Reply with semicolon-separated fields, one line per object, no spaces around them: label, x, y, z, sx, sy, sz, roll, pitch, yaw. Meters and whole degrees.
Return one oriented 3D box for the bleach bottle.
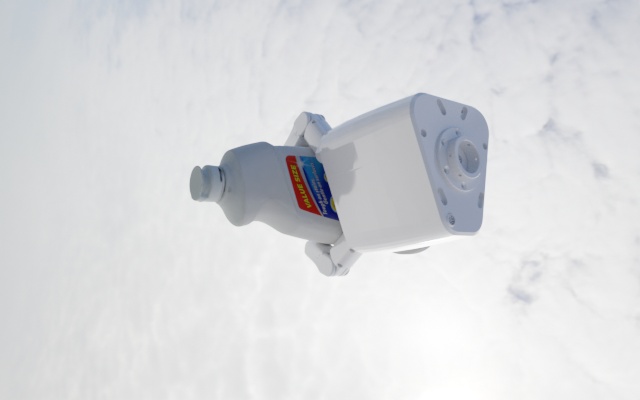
bleach bottle;0.000;0.001;0.460;0.251;0.102;0.068;4;-13;-36
